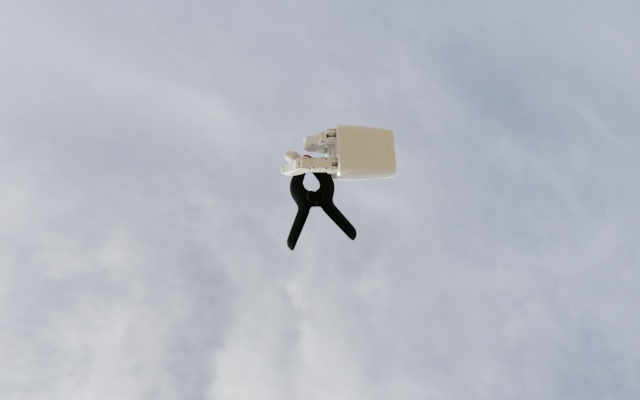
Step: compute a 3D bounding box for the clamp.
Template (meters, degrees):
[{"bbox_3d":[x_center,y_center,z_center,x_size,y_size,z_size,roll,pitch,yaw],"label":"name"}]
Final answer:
[{"bbox_3d":[0.000,0.003,0.838,0.120,0.171,0.039,1,-15,-11],"label":"clamp"}]
